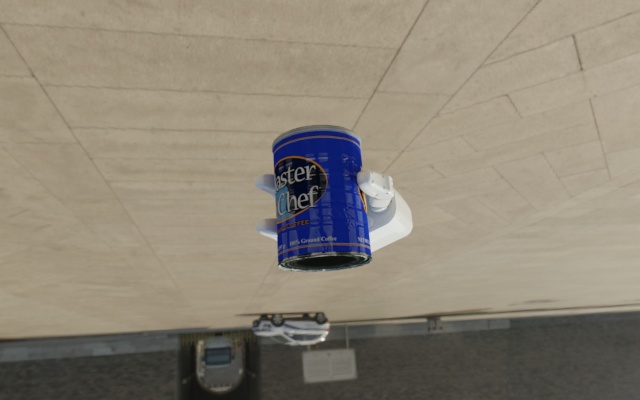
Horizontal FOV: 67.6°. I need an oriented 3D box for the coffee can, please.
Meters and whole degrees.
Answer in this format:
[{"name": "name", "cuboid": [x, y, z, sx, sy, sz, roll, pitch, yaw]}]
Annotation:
[{"name": "coffee can", "cuboid": [0.000, 0.002, 0.529, 0.103, 0.140, 0.103, -4, -17, -1]}]
